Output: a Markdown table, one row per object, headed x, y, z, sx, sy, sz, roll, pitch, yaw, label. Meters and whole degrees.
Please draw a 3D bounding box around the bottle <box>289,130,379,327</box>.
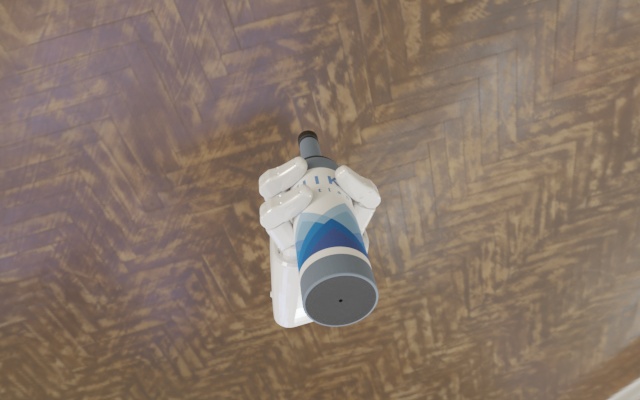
| x | y | z | sx | sy | sz | roll | pitch | yaw | label |
| --- | --- | --- | --- | --- | --- | --- | --- | --- | --- |
| 0.000 | 0.002 | 0.528 | 0.069 | 0.069 | 0.295 | 0 | 35 | -8 | bottle |
